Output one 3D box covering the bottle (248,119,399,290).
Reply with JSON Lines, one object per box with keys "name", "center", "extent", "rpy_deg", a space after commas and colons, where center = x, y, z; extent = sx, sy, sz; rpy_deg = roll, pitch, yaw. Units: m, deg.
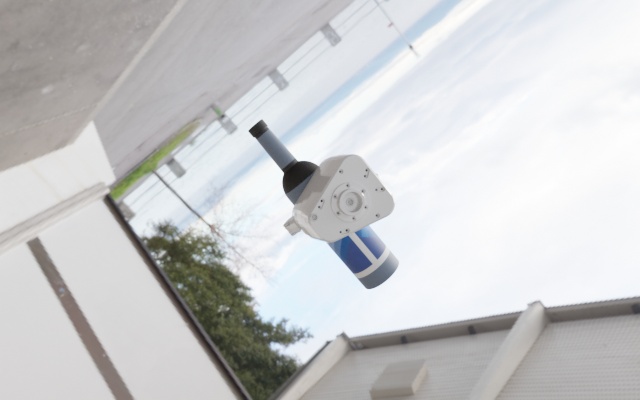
{"name": "bottle", "center": [0.000, 0.003, 0.708], "extent": [0.069, 0.296, 0.069], "rpy_deg": [-39, 9, 7]}
